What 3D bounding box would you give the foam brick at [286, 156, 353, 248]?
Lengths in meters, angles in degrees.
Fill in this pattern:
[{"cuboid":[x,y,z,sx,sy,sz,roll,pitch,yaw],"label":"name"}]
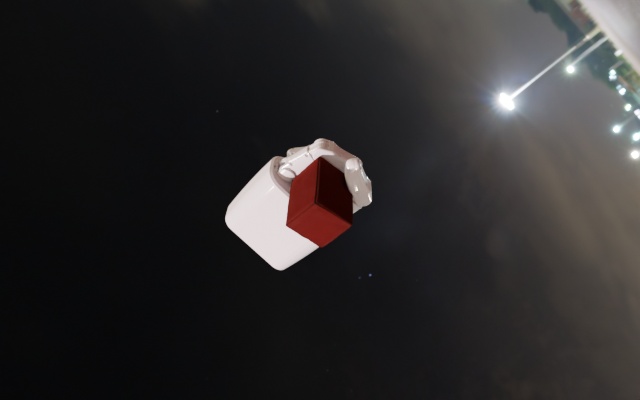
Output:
[{"cuboid":[0.000,0.002,0.527,0.053,0.078,0.051,34,-54,-25],"label":"foam brick"}]
